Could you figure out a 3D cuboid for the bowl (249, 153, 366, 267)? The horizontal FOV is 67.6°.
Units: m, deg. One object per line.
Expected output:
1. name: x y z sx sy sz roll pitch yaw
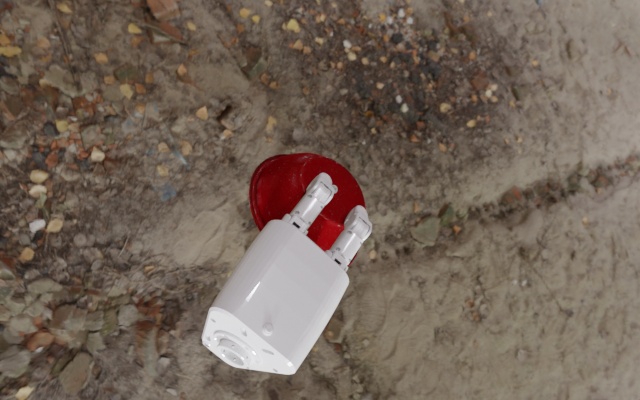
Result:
1. bowl: 0.001 0.001 0.556 0.162 0.162 0.055 0 -28 -42
